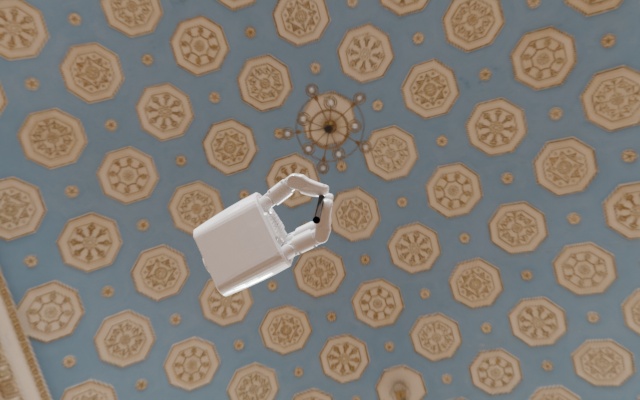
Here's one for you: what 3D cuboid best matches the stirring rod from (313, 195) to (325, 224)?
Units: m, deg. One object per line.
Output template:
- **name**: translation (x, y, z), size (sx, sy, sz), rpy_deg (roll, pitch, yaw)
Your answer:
- **stirring rod**: translation (0.000, 0.002, 0.626), size (0.011, 0.011, 0.239), rpy_deg (0, 9, 2)
